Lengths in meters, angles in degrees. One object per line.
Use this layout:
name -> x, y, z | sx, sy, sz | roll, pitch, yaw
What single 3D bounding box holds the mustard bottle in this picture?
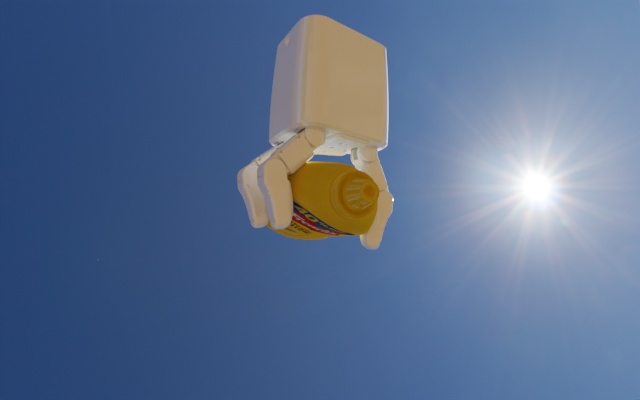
mustard bottle -> 0.000, 0.002, 0.463 | 0.096, 0.058, 0.191 | 31, -18, -19
